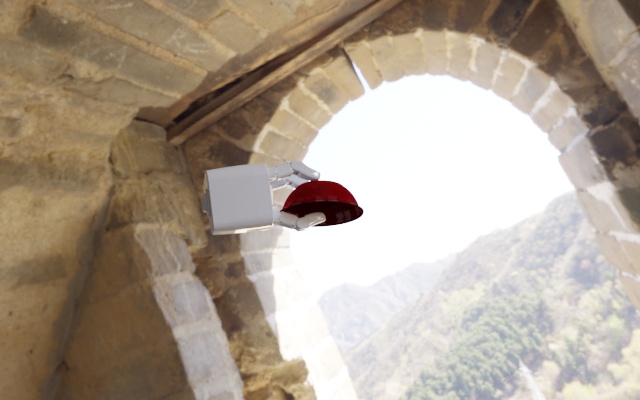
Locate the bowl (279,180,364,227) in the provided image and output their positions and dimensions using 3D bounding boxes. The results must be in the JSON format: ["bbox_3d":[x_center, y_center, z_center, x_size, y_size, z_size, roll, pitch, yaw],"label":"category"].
[{"bbox_3d":[0.001,0.003,0.899,0.162,0.055,0.162,-2,-19,-1],"label":"bowl"}]
